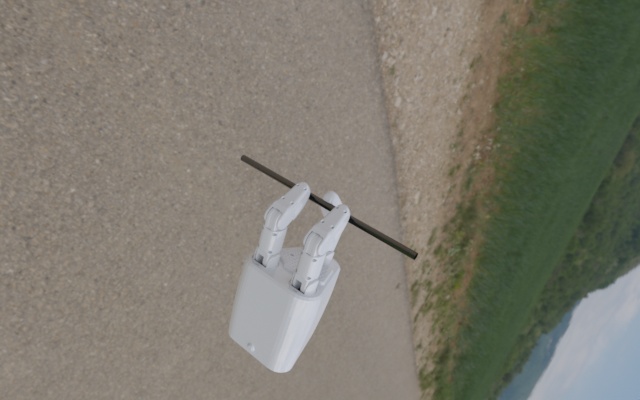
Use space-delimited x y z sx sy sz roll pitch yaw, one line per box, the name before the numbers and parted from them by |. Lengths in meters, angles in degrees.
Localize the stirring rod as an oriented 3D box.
stirring rod | 0.000 0.002 0.521 0.239 0.011 0.011 30 14 27
